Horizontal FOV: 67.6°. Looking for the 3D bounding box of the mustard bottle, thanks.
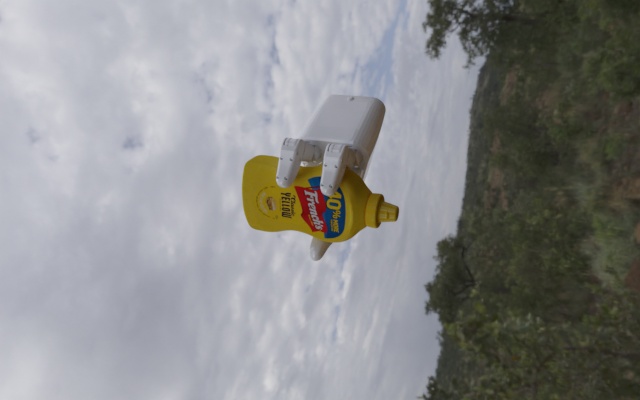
[{"bbox_3d":[0.000,0.002,0.581,0.191,0.096,0.058,9,23,20],"label":"mustard bottle"}]
